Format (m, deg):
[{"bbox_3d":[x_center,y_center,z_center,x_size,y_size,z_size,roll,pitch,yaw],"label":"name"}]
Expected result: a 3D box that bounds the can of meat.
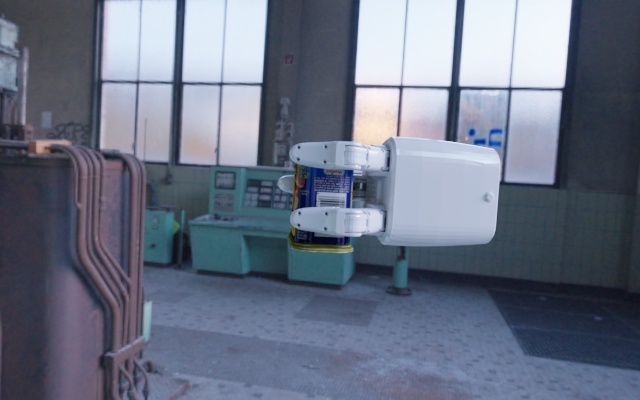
[{"bbox_3d":[0.000,0.001,0.461,0.057,0.084,0.102,3,3,-6],"label":"can of meat"}]
